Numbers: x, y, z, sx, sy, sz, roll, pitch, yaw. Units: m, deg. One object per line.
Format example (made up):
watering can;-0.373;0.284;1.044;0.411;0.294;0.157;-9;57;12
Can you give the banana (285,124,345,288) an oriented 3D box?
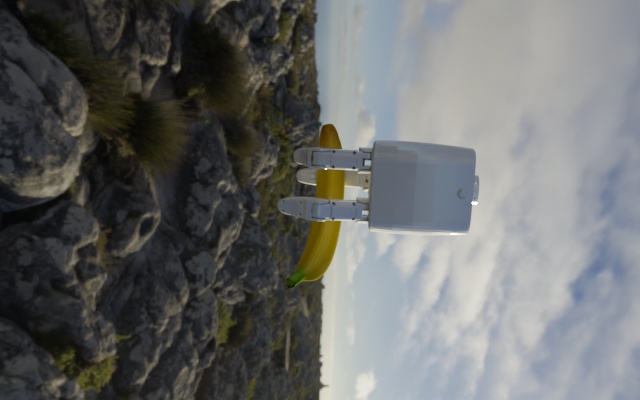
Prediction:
banana;0.004;0.010;0.566;0.037;0.197;0.070;6;-15;18
